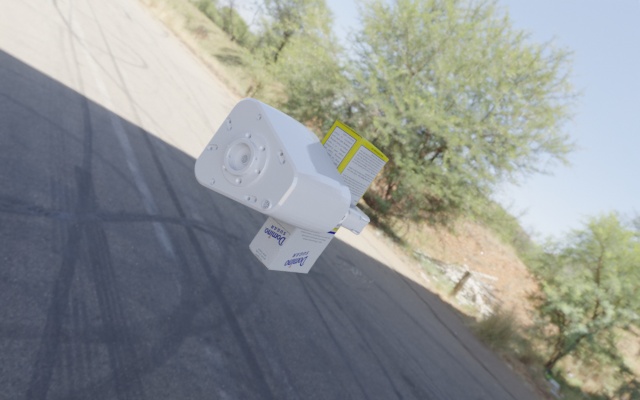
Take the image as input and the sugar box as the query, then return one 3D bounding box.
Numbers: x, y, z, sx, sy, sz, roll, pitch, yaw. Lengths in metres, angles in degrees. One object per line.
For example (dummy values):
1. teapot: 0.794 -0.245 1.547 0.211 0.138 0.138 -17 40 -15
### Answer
1. sugar box: 0.000 0.001 0.552 0.048 0.176 0.093 42 10 28
